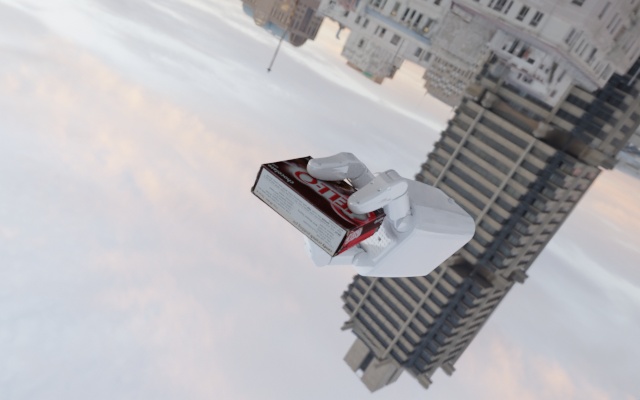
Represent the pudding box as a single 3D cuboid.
[{"bbox_3d":[0.000,0.002,0.483,0.113,0.039,0.090,35,24,20],"label":"pudding box"}]
